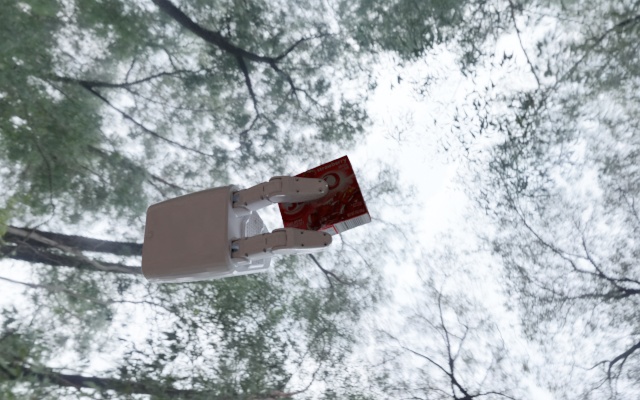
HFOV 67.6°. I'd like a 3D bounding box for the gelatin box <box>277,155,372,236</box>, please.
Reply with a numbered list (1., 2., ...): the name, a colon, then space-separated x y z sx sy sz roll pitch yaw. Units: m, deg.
1. gelatin box: 0.001 0.002 0.504 0.089 0.073 0.030 -20 -28 6
